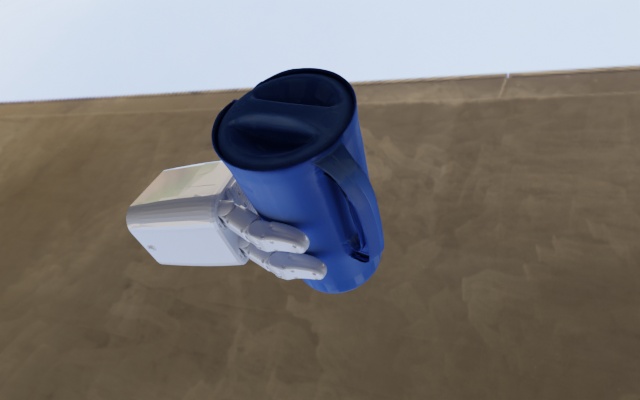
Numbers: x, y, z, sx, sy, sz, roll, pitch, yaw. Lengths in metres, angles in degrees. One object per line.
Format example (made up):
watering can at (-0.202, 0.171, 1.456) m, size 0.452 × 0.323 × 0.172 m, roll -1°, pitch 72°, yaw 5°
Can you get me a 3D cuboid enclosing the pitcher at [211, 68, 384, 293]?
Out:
pitcher at (0.000, 0.002, 0.496) m, size 0.145 × 0.149 × 0.243 m, roll -5°, pitch -40°, yaw 15°
